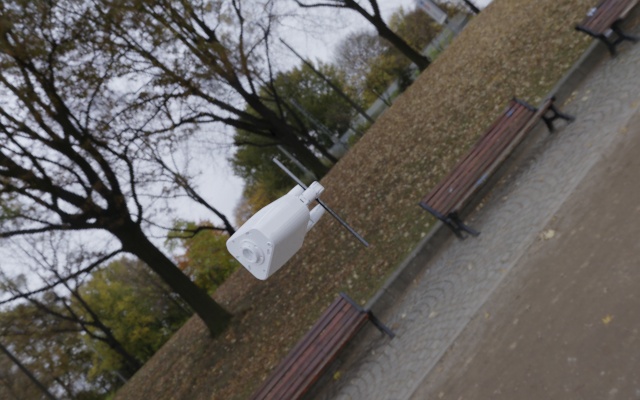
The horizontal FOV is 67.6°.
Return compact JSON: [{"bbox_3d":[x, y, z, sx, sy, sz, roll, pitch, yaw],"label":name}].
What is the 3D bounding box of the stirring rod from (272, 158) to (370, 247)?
[{"bbox_3d":[0.000,0.003,0.894,0.239,0.011,0.011,43,4,4],"label":"stirring rod"}]
